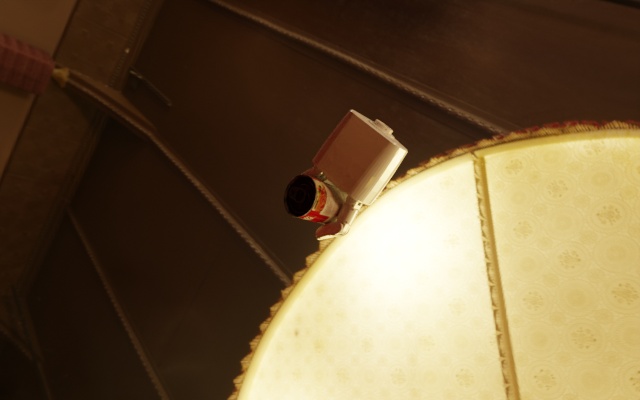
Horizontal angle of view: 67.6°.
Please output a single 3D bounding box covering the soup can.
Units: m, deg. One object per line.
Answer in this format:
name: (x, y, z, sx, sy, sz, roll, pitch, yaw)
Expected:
soup can: (0.000, 0.003, 0.770, 0.068, 0.068, 0.102, 0, -12, 41)
